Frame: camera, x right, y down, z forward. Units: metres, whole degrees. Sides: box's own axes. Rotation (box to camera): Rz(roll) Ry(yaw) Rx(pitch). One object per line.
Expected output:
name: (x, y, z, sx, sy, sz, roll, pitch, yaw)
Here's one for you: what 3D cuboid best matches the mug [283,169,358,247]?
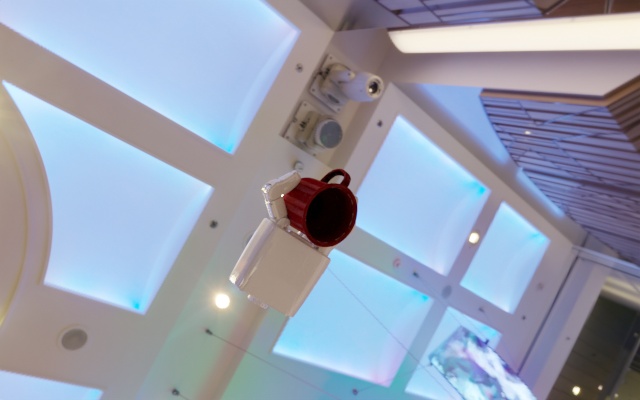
mug: (0.001, 0.001, 0.702, 0.093, 0.117, 0.081, 37, -8, -35)
